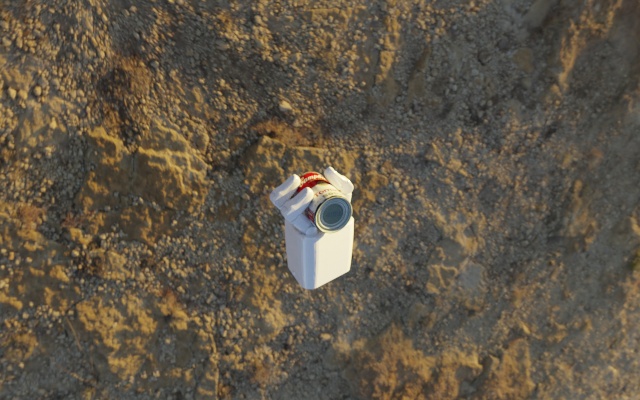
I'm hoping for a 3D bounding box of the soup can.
[{"bbox_3d":[0.000,0.002,0.785,0.068,0.068,0.102,0,24,-27],"label":"soup can"}]
